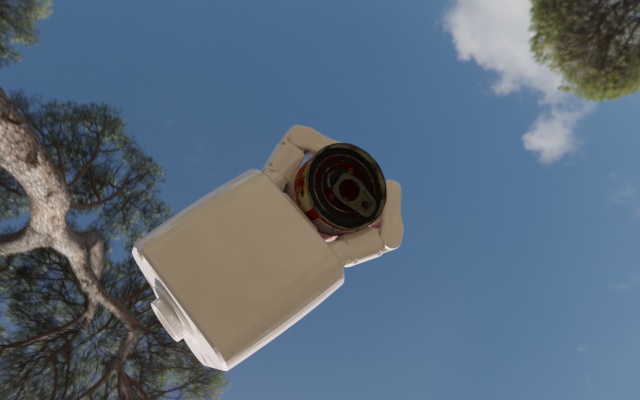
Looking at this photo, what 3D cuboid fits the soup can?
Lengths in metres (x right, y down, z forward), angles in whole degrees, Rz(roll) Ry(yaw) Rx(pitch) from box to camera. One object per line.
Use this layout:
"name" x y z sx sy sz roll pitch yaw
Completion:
"soup can" 0.000 0.001 0.401 0.068 0.068 0.102 0 -14 -25
